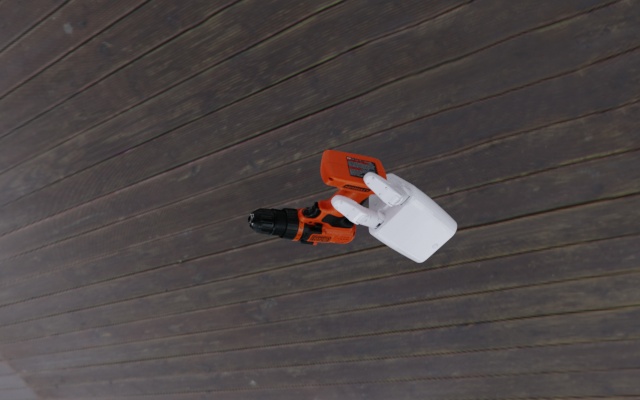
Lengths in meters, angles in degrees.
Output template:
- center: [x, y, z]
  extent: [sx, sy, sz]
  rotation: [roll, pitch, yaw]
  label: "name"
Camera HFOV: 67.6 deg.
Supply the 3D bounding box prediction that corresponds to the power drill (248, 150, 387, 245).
- center: [0.001, 0.002, 0.729]
  extent: [0.184, 0.057, 0.188]
  rotation: [6, -35, -26]
  label: "power drill"
